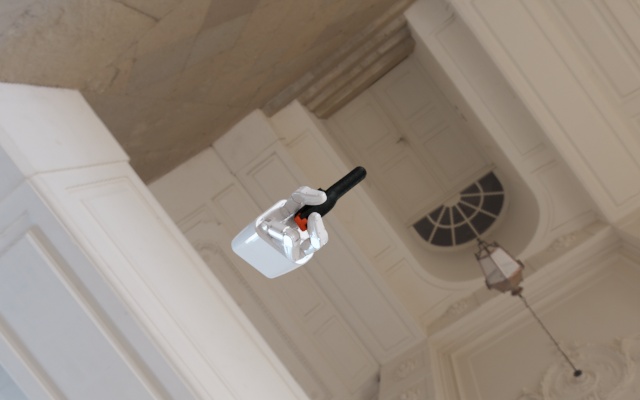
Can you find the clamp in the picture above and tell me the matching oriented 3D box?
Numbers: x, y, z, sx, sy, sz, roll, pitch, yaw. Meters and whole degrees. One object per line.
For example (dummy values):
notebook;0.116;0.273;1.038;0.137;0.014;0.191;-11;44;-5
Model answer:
clamp;0.000;0.003;0.836;0.171;0.039;0.120;-39;3;-41
